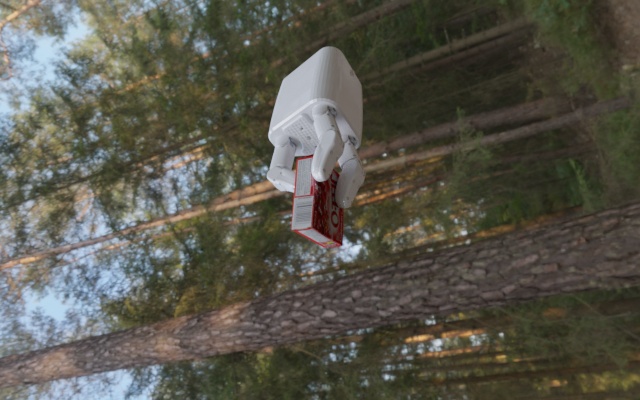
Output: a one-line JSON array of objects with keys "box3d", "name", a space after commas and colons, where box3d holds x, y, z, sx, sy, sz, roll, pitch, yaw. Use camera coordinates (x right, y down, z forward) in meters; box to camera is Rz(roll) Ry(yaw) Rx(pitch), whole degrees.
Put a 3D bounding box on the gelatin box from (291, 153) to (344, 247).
[{"box3d": [0.000, 0.002, 0.548, 0.030, 0.089, 0.073, -8, -24, 28], "name": "gelatin box"}]
